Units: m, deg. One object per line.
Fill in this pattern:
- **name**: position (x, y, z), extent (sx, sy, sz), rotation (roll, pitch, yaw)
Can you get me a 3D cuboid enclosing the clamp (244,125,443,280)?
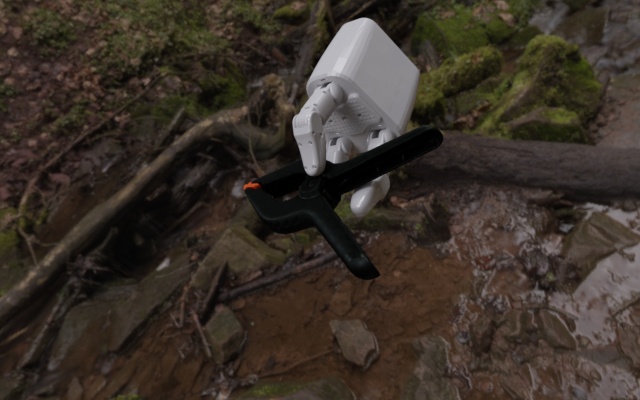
- **clamp**: position (-0.001, 0.001, 0.456), extent (0.210, 0.164, 0.036), rotation (-4, -45, 36)
